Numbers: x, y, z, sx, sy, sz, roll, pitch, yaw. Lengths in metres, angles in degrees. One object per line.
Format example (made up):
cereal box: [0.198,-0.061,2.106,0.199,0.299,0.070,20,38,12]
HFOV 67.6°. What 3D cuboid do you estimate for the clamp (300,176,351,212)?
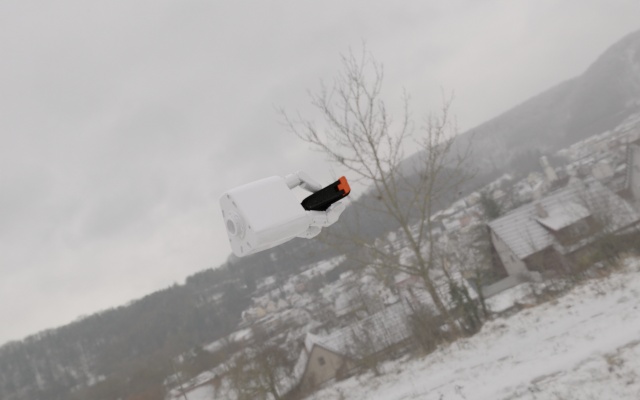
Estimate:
clamp: [0.000,0.002,0.885,0.164,0.036,0.210,-21,-8,-40]
